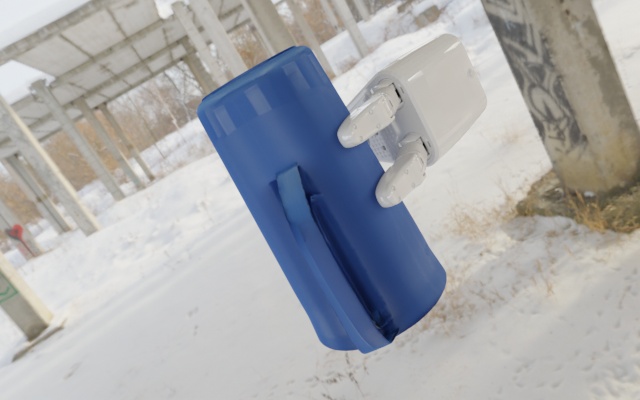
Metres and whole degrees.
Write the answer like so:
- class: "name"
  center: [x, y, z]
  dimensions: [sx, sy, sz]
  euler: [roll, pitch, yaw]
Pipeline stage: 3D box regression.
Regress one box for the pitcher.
- class: "pitcher"
  center: [0.000, 0.001, 0.407]
  dimensions: [0.145, 0.243, 0.149]
  euler: [-39, 17, -30]
